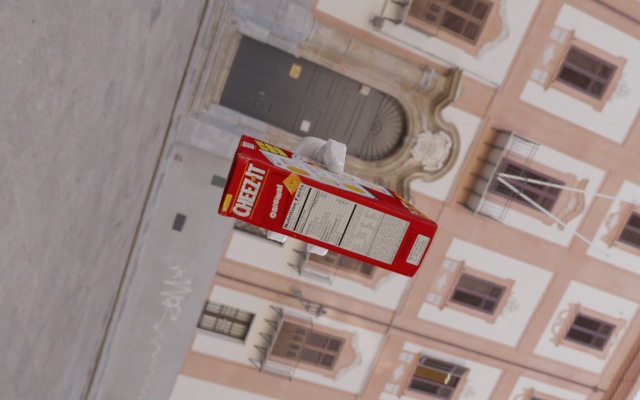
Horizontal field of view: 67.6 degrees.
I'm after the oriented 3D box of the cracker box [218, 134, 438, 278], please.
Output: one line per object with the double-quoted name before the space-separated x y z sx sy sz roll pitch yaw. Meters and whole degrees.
"cracker box" 0.000 0.002 0.539 0.214 0.072 0.164 19 10 -12
